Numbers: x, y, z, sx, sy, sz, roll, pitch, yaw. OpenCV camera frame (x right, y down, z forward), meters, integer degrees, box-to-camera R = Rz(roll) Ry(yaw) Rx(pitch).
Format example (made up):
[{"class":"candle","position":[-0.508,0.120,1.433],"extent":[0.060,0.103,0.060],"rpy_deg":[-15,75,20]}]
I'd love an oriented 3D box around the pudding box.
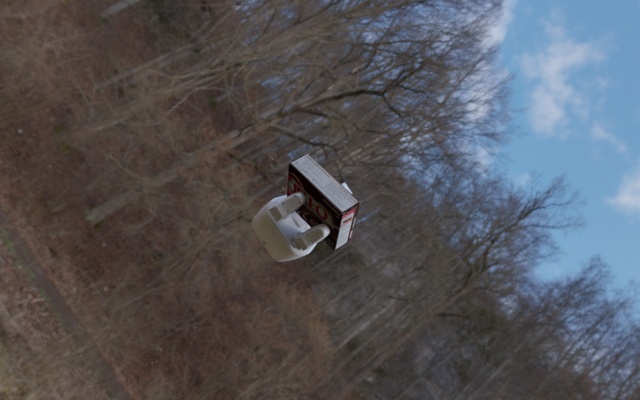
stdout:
[{"class":"pudding box","position":[0.000,0.002,0.667],"extent":[0.039,0.113,0.090],"rpy_deg":[-35,-27,-28]}]
